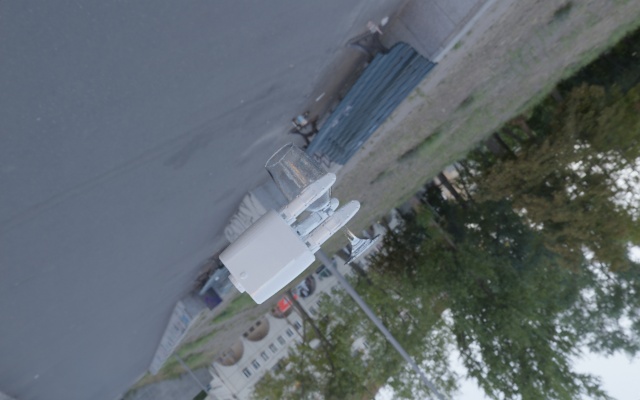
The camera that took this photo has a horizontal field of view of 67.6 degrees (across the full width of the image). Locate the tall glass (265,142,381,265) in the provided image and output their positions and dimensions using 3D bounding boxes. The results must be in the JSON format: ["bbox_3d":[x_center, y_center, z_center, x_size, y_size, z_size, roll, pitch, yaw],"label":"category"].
[{"bbox_3d":[0.001,0.003,0.749,0.079,0.201,0.079,-41,-4,-3],"label":"tall glass"}]
